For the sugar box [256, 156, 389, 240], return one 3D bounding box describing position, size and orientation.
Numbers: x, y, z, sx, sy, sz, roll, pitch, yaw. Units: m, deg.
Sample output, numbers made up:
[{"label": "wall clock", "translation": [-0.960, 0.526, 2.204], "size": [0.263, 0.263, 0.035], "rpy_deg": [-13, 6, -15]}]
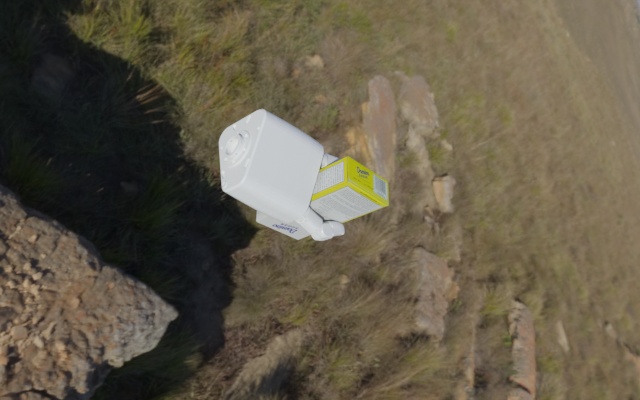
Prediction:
[{"label": "sugar box", "translation": [0.000, 0.002, 0.680], "size": [0.176, 0.048, 0.093], "rpy_deg": [-20, -34, 37]}]
